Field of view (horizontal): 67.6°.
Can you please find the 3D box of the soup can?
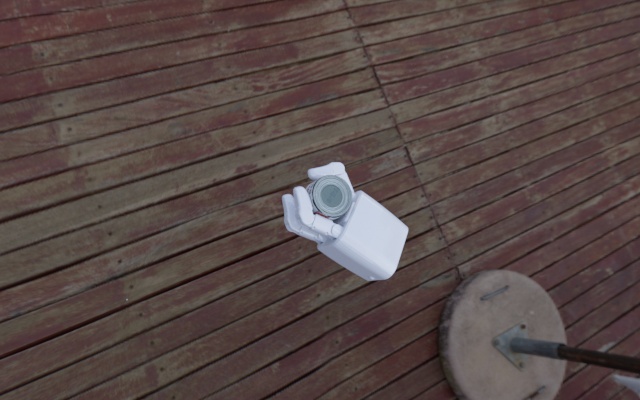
[{"bbox_3d":[0.000,0.002,0.762,0.068,0.068,0.102,0,-11,-22],"label":"soup can"}]
